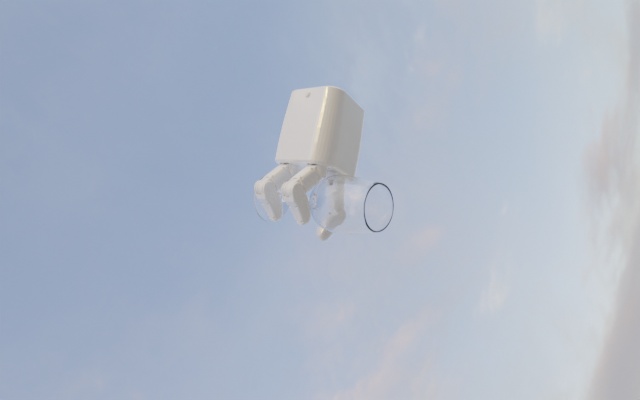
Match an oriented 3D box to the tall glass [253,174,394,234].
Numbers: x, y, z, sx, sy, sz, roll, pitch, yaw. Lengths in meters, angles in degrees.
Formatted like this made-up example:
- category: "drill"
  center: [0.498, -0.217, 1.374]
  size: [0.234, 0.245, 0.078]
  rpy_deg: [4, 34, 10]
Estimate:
- category: "tall glass"
  center: [0.000, 0.002, 0.653]
  size: [0.201, 0.079, 0.079]
  rpy_deg: [6, 4, 43]
